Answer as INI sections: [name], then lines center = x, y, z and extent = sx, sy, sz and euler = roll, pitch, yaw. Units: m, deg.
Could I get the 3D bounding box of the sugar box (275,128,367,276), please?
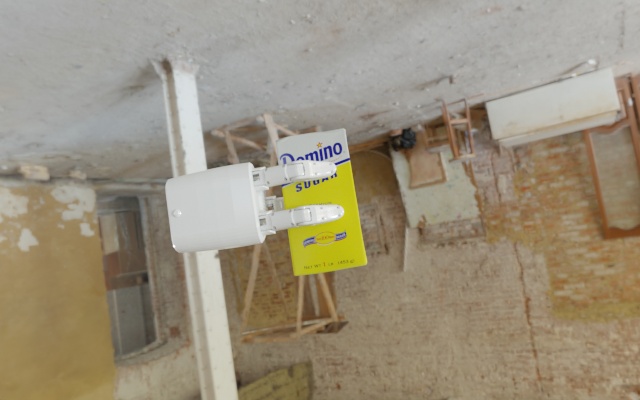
[sugar box]
center = 0.000, 0.002, 0.610
extent = 0.093, 0.176, 0.048
euler = -10, -6, 1
